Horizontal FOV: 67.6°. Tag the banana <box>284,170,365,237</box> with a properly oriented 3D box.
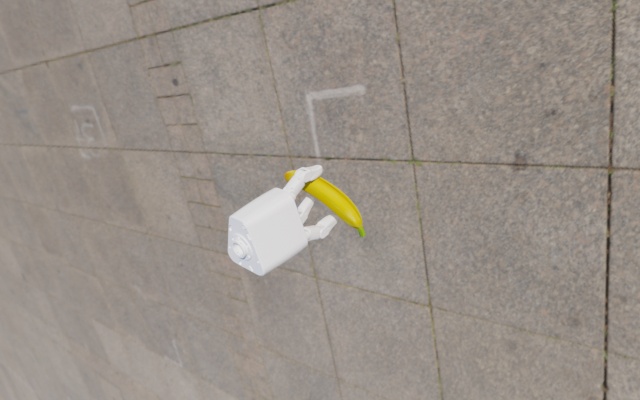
[{"bbox_3d":[0.006,-0.007,0.880,0.197,0.070,0.037,39,53,18],"label":"banana"}]
